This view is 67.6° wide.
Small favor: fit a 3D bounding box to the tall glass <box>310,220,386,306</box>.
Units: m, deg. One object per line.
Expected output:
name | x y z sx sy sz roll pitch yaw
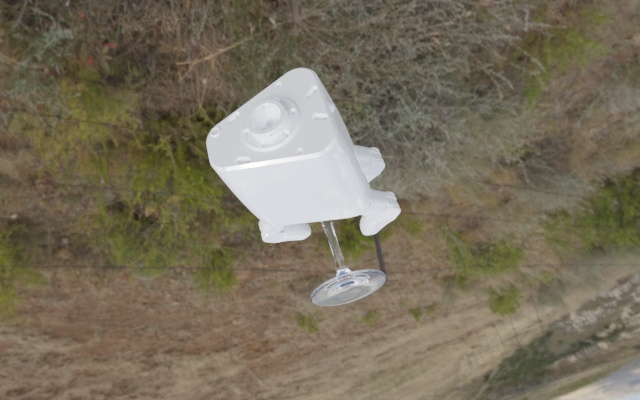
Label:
tall glass | 0.000 0.002 0.498 0.079 0.201 0.079 -13 -31 -8
